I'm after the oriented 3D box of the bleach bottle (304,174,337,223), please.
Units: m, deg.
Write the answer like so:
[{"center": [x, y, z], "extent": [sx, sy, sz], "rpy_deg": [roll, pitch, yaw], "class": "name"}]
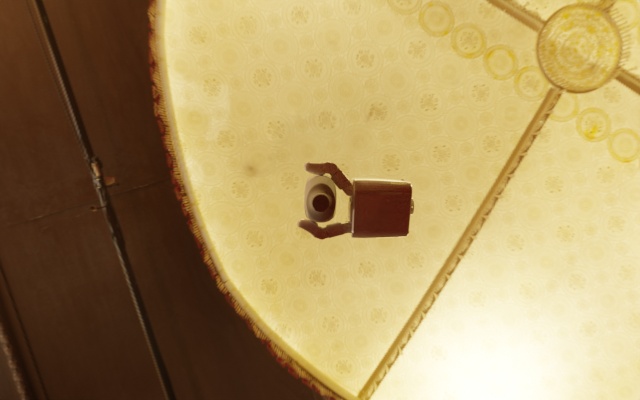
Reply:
[{"center": [0.000, 0.003, 0.889], "extent": [0.068, 0.102, 0.251], "rpy_deg": [0, 5, 0], "class": "bleach bottle"}]
